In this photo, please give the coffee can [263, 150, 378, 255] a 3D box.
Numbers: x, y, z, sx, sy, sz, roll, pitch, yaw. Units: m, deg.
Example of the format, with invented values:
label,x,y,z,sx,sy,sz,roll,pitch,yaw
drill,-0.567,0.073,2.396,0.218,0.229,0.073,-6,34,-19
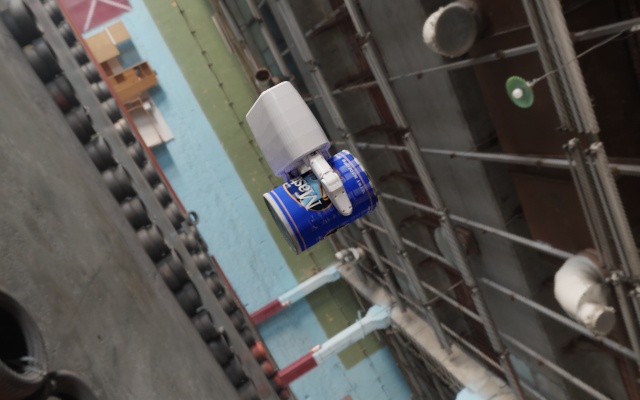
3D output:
label,x,y,z,sx,sy,sz,roll,pitch,yaw
coffee can,0.000,0.003,0.714,0.140,0.103,0.103,-30,6,-11
